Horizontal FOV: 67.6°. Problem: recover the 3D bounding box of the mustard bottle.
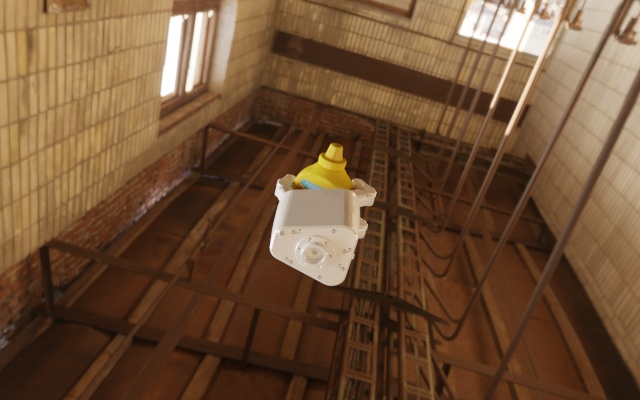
[{"bbox_3d":[0.000,0.003,0.742,0.096,0.192,0.058,25,27,18],"label":"mustard bottle"}]
